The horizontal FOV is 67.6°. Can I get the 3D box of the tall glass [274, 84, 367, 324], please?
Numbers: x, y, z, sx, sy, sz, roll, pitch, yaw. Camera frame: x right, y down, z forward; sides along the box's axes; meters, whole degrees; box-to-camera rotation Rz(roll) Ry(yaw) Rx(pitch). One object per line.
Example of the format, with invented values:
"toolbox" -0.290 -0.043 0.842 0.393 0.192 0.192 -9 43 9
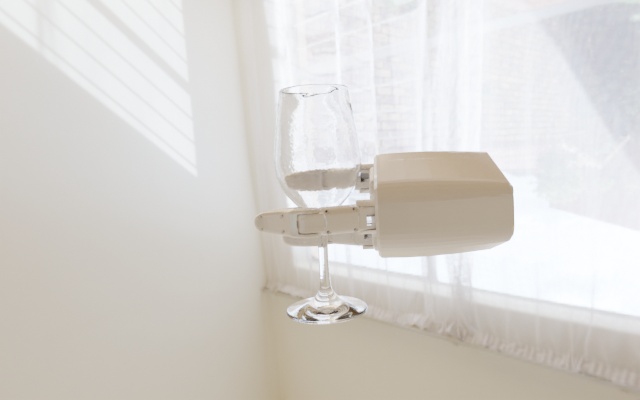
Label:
"tall glass" 0.000 0.002 0.428 0.079 0.201 0.079 -4 6 0
